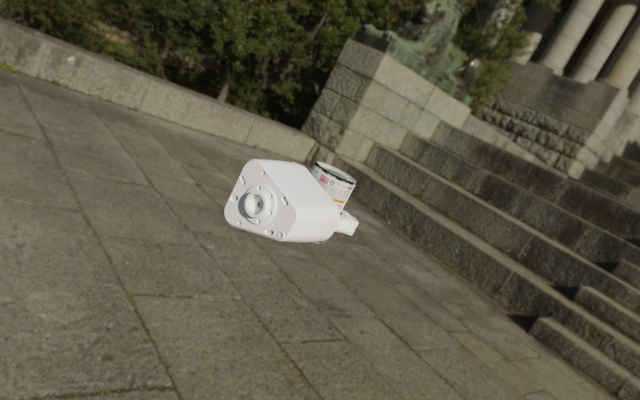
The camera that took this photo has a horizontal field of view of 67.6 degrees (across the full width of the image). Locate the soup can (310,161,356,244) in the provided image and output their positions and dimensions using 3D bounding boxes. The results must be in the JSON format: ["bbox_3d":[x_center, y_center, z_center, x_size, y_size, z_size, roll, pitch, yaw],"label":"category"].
[{"bbox_3d":[0.001,0.002,0.699,0.068,0.102,0.068,26,12,-6],"label":"soup can"}]
